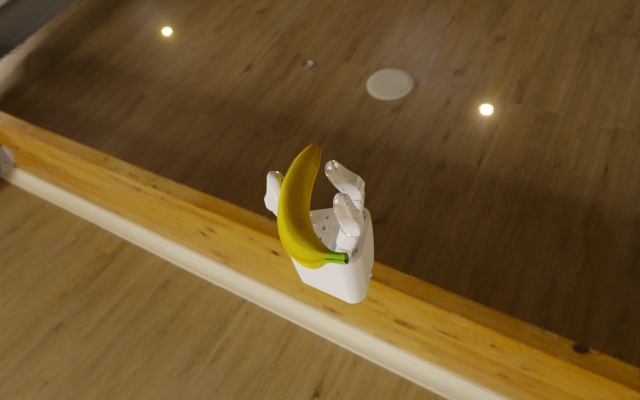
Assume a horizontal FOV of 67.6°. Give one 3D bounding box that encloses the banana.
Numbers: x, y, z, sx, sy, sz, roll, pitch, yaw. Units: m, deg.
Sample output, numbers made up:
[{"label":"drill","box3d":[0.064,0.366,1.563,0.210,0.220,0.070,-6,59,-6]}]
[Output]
[{"label":"banana","box3d":[-0.017,0.009,0.545,0.069,0.197,0.037,-16,-45,2]}]
